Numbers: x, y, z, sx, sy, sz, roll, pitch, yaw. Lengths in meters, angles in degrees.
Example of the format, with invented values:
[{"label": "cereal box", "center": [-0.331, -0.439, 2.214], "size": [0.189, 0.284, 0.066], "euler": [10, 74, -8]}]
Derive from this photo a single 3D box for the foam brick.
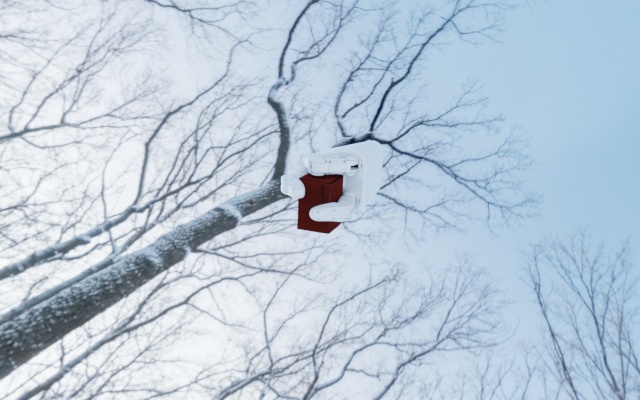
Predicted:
[{"label": "foam brick", "center": [0.000, 0.003, 0.697], "size": [0.053, 0.078, 0.051], "euler": [10, 19, 21]}]
